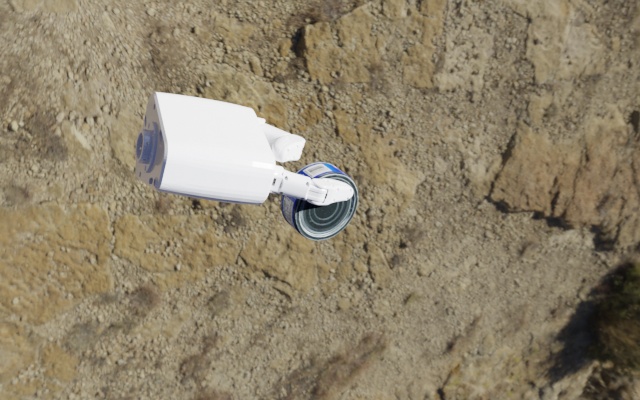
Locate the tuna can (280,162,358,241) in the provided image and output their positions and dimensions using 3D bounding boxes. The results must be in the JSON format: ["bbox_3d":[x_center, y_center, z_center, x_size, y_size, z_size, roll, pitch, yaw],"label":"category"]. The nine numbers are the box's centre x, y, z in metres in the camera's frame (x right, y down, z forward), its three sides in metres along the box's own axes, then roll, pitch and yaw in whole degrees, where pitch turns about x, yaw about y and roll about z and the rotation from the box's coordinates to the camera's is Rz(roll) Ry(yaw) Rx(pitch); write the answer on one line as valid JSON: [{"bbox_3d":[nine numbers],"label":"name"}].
[{"bbox_3d":[0.000,0.002,0.542,0.086,0.086,0.033,0,24,-34],"label":"tuna can"}]
